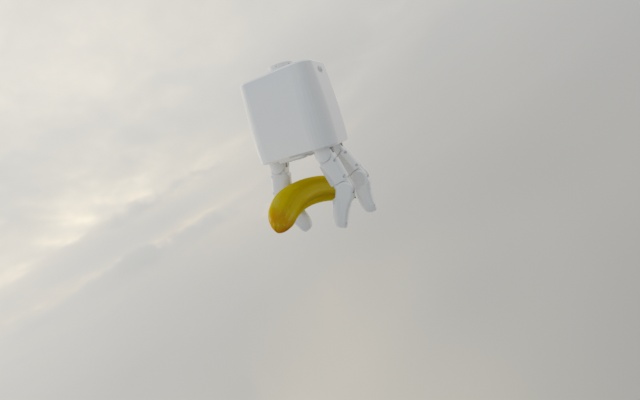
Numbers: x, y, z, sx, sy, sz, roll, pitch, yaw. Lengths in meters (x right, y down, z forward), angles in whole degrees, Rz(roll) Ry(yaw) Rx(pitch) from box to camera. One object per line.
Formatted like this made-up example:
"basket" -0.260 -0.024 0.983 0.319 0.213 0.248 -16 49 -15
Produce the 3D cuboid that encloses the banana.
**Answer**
"banana" -0.013 -0.003 0.605 0.069 0.037 0.197 16 22 32
